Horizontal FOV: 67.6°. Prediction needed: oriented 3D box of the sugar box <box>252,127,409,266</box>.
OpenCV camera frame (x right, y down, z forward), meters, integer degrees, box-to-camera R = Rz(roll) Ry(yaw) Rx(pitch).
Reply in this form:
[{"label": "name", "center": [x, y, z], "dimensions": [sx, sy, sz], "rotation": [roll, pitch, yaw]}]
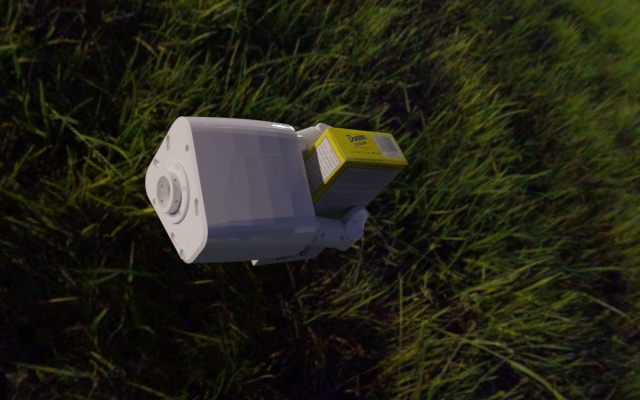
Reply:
[{"label": "sugar box", "center": [0.000, 0.001, 0.492], "dimensions": [0.093, 0.048, 0.176], "rotation": [-1, -34, -43]}]
